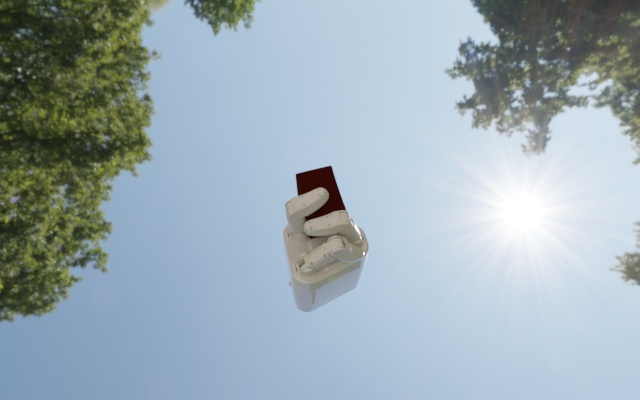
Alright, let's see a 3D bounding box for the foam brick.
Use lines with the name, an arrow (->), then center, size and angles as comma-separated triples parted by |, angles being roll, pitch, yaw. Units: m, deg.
foam brick -> 0.000, 0.002, 0.645 | 0.053, 0.078, 0.051 | -12, -35, -6
